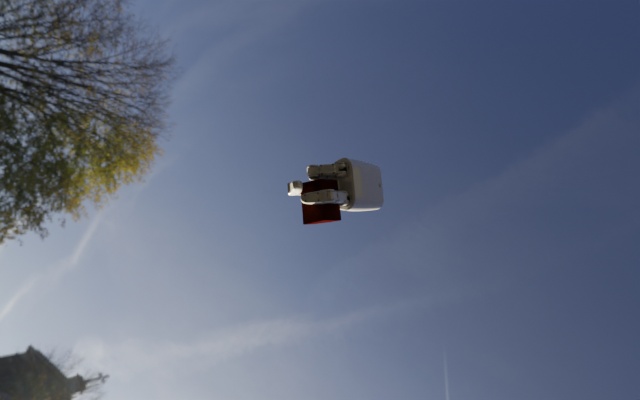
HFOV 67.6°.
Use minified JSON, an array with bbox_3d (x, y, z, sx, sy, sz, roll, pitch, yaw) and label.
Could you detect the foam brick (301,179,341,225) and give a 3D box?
[{"bbox_3d":[0.000,0.003,0.876,0.053,0.078,0.051,-11,-9,39],"label":"foam brick"}]
